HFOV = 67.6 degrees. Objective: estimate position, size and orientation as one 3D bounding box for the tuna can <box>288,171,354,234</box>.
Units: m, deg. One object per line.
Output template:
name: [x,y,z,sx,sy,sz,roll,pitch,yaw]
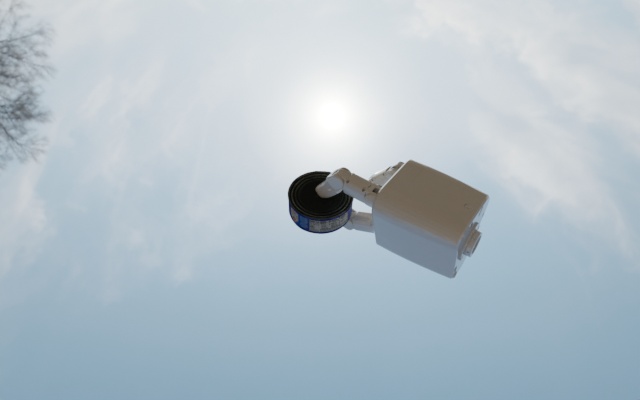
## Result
tuna can: [0.000,0.002,0.628,0.086,0.086,0.034,0,-43,-2]
